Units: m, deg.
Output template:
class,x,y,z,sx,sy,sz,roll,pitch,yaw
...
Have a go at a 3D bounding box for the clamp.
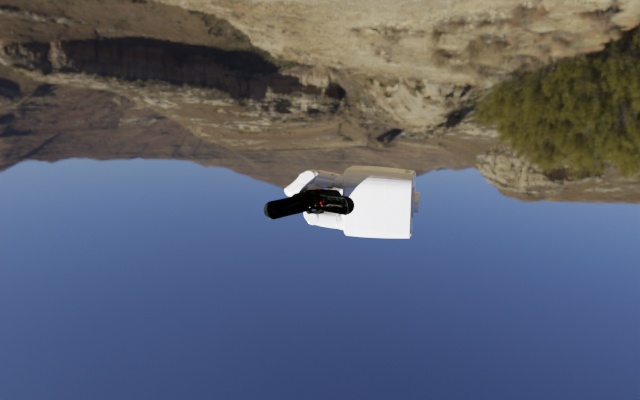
class,x,y,z,sx,sy,sz,roll,pitch,yaw
clamp,0.000,0.003,0.697,0.120,0.039,0.171,3,10,14
